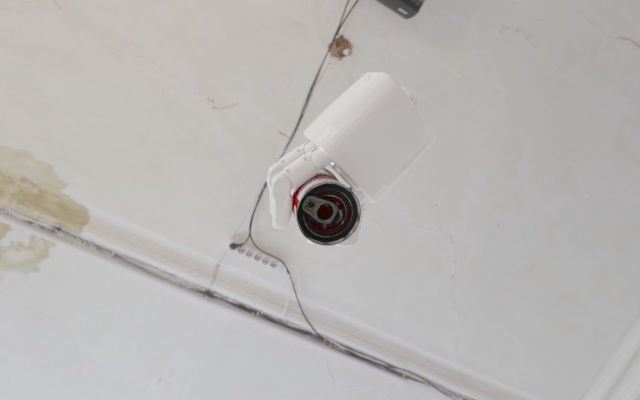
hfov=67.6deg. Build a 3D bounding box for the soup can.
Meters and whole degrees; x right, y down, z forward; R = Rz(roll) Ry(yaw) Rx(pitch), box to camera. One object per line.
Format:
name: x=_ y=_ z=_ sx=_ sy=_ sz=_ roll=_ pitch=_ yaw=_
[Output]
soup can: x=0.000 y=0.002 z=0.538 sx=0.068 sy=0.068 sz=0.102 roll=0 pitch=15 yaw=-10
